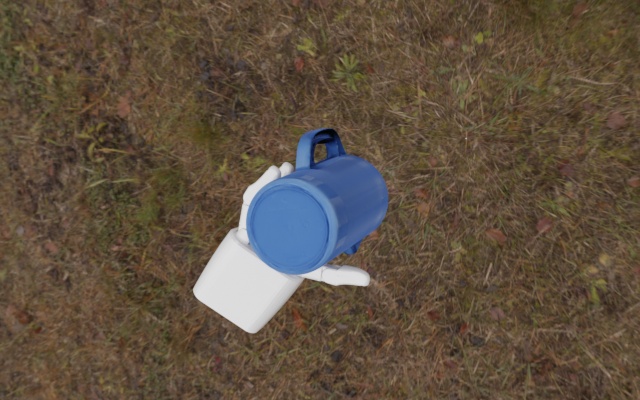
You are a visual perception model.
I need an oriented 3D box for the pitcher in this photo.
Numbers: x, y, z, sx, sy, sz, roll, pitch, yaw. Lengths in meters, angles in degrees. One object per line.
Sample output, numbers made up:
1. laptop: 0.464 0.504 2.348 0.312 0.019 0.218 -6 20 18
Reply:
1. pitcher: 0.000 0.002 0.617 0.149 0.145 0.243 39 17 9
